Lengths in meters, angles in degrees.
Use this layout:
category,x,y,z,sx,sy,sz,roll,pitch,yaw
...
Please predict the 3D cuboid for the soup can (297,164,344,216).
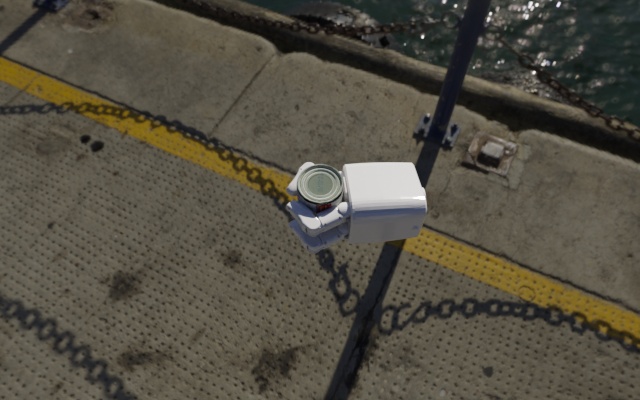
category,x,y,z,sx,sy,sz,roll,pitch,yaw
soup can,0.000,0.002,0.701,0.068,0.068,0.102,0,-31,0
